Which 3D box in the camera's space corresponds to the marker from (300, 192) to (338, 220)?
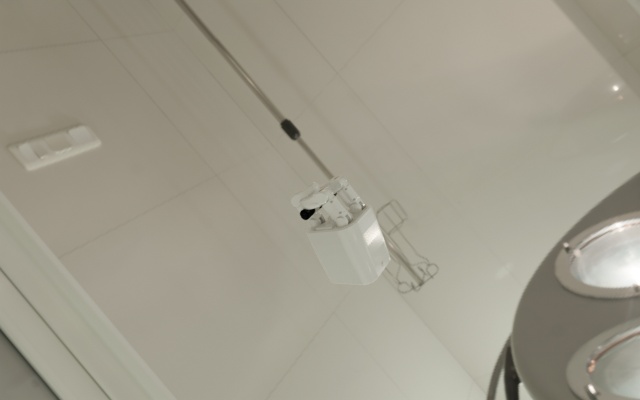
[{"bbox_3d":[0.000,0.003,0.822,0.020,0.020,0.121,0,23,31],"label":"marker"}]
